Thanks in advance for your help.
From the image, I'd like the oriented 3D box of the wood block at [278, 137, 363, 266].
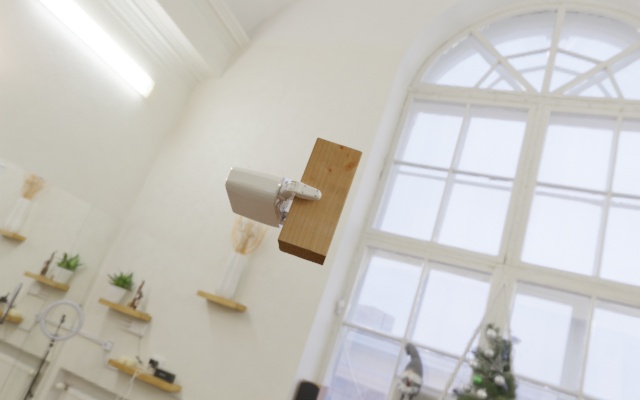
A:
[{"bbox_3d":[0.000,0.003,0.880,0.090,0.206,0.091,19,-18,4],"label":"wood block"}]
